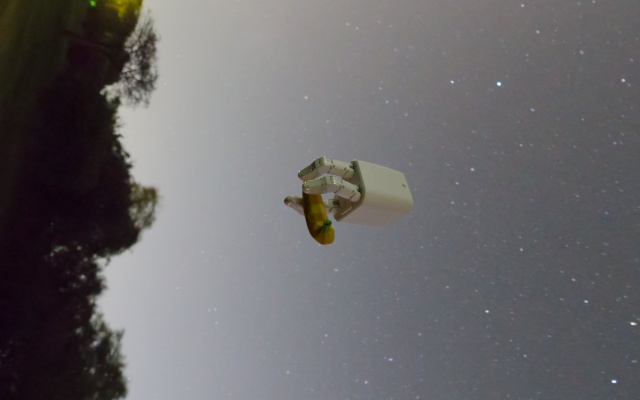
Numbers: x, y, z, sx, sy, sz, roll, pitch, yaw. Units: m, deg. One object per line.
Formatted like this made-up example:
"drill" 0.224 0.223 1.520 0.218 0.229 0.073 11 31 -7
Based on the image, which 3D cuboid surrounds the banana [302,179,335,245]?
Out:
"banana" -0.003 0.021 0.797 0.037 0.070 0.197 6 24 -16
